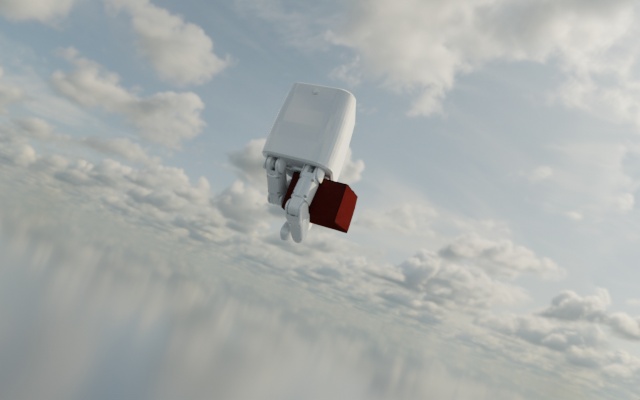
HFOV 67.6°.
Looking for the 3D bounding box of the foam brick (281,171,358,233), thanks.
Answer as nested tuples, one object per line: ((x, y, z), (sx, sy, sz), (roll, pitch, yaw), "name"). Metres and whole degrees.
((0.000, 0.002, 0.606), (0.078, 0.051, 0.053), (15, -13, 24), "foam brick")
